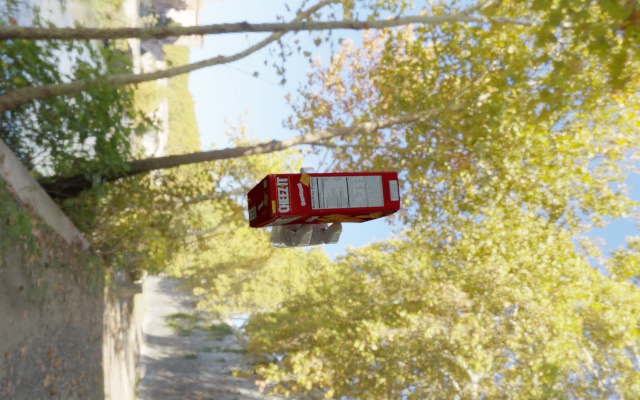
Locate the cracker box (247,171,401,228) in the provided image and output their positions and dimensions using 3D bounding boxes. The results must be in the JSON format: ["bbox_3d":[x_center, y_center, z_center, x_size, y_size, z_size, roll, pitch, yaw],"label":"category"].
[{"bbox_3d":[0.000,0.002,0.789,0.214,0.072,0.164,-3,-8,-20],"label":"cracker box"}]
